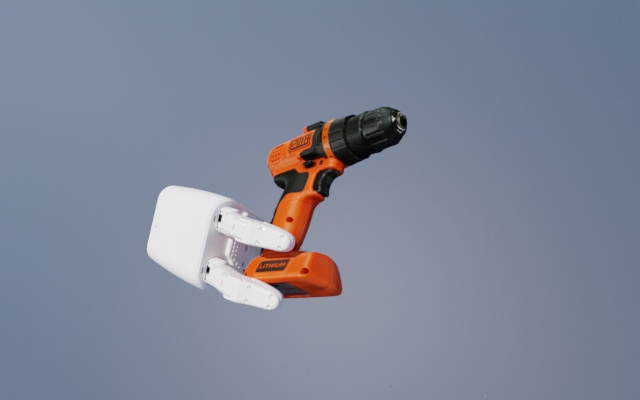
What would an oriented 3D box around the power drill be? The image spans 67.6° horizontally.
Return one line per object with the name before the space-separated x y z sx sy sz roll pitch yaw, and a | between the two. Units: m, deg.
power drill | 0.000 0.002 0.483 0.057 0.187 0.184 33 -33 -33
